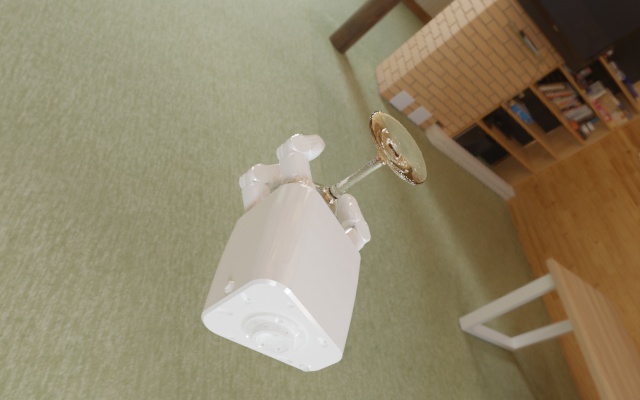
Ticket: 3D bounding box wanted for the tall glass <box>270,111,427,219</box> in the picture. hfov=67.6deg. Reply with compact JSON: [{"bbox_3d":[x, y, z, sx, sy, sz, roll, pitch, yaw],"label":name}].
[{"bbox_3d":[0.001,0.001,0.465,0.201,0.079,0.079,-35,-21,34],"label":"tall glass"}]
